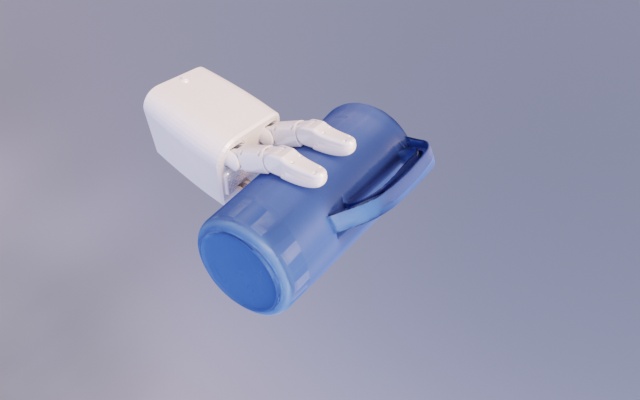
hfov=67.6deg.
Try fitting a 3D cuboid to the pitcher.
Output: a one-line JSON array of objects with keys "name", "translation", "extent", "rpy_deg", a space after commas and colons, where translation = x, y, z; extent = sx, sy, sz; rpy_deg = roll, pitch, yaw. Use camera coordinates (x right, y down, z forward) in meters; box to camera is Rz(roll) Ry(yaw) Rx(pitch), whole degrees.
[{"name": "pitcher", "translation": [0.000, 0.002, 0.494], "extent": [0.145, 0.149, 0.242], "rpy_deg": [36, 47, 11]}]
